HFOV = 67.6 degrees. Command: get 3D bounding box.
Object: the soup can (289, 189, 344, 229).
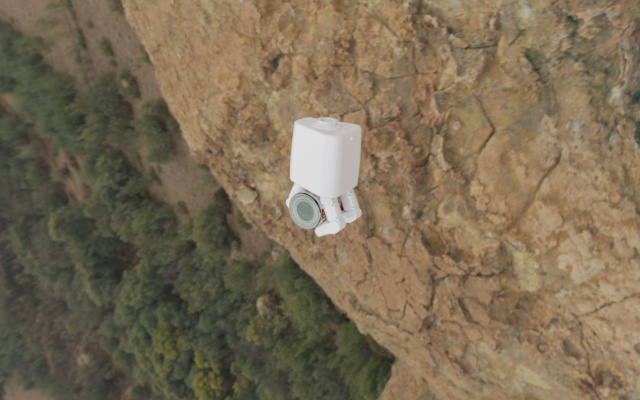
[{"bbox_3d":[0.000,0.003,0.847,0.068,0.068,0.102,0,18,35],"label":"soup can"}]
